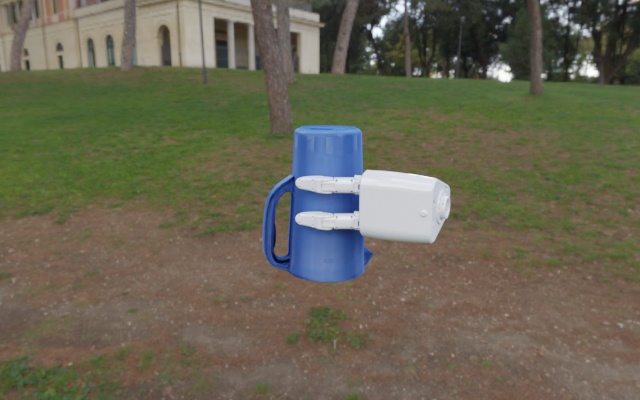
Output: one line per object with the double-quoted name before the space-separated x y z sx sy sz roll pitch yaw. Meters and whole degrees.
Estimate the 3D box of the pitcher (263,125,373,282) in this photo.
"pitcher" 0.000 0.003 0.778 0.145 0.243 0.149 7 14 29
